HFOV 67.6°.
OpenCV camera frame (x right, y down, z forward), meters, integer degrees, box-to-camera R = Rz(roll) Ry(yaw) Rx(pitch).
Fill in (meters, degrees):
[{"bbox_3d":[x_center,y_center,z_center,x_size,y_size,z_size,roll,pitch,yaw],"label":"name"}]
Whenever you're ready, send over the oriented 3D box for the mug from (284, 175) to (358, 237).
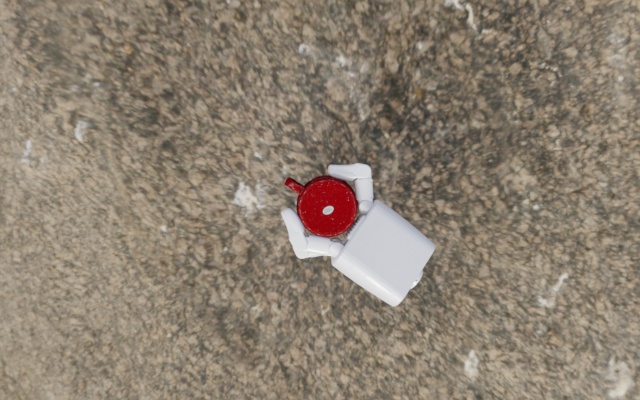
[{"bbox_3d":[-0.001,0.001,0.682,0.117,0.093,0.081,36,1,-1],"label":"mug"}]
